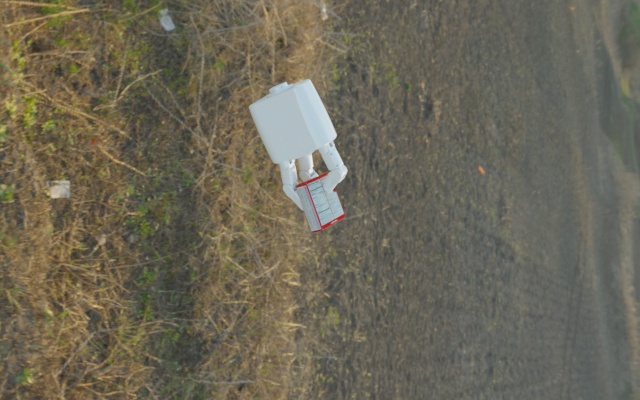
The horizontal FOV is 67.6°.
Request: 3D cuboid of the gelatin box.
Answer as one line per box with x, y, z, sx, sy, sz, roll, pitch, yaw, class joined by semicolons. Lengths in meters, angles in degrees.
0.001;0.003;0.844;0.030;0.089;0.073;-16;6;40;gelatin box
